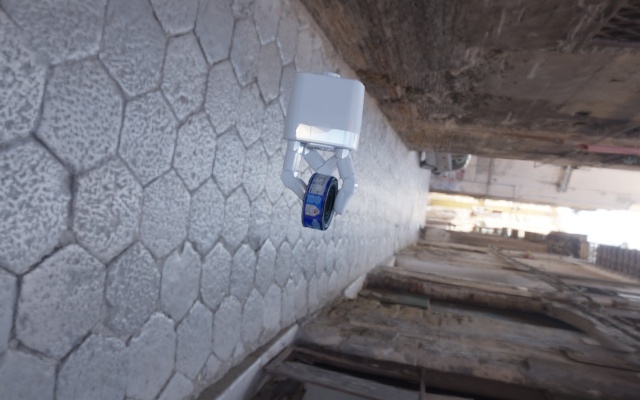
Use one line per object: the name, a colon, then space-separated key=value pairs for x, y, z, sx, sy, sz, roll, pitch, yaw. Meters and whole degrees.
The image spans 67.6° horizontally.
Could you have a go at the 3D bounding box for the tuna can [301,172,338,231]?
tuna can: x=0.001 y=0.003 z=0.724 sx=0.034 sy=0.086 sz=0.086 roll=12 pitch=3 yaw=13
